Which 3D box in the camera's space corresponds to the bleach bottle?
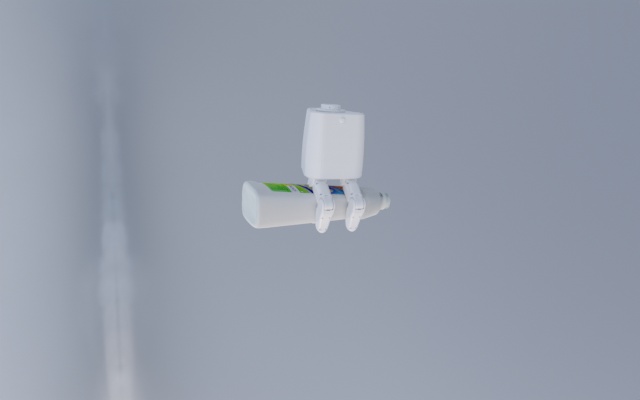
[{"bbox_3d":[0.000,0.003,0.817,0.251,0.068,0.102,-2,16,-24],"label":"bleach bottle"}]
